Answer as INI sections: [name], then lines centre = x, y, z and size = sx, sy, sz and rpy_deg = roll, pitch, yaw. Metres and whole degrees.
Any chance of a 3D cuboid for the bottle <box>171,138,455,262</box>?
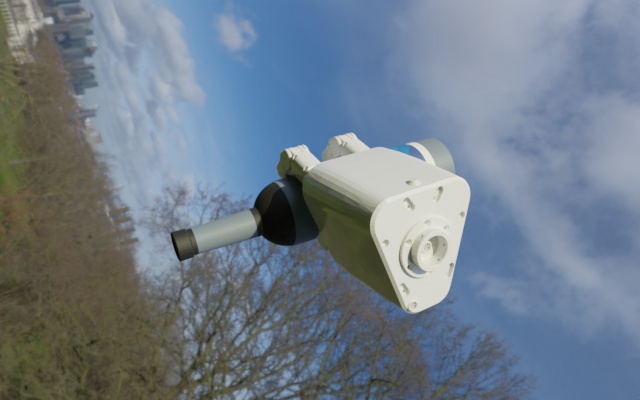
[bottle]
centre = 0.000, 0.001, 0.482
size = 0.295, 0.069, 0.069
rpy_deg = -17, 7, -23
